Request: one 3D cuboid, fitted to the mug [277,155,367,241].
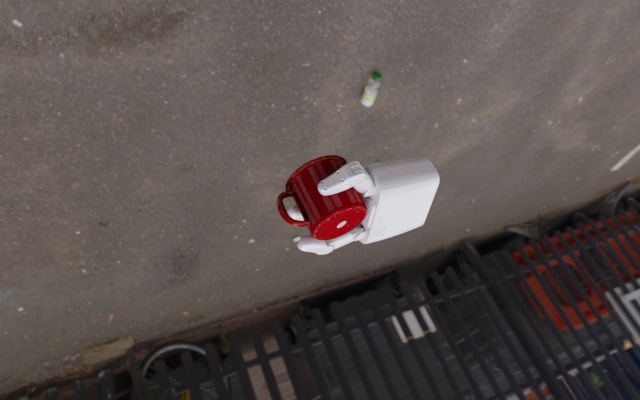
[{"bbox_3d":[-0.001,0.002,0.633,0.117,0.081,0.093,-13,-29,-26],"label":"mug"}]
